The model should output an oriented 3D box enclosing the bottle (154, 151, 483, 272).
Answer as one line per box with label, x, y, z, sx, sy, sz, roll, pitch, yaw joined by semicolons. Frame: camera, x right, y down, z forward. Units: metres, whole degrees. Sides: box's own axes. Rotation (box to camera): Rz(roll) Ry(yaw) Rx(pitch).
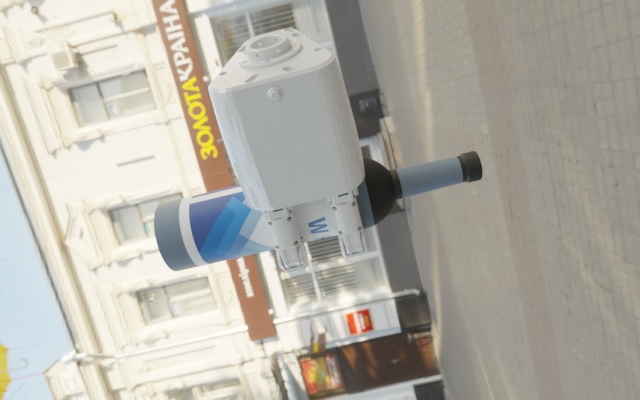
bottle;0.000;0.002;0.443;0.296;0.069;0.069;-13;-1;3
